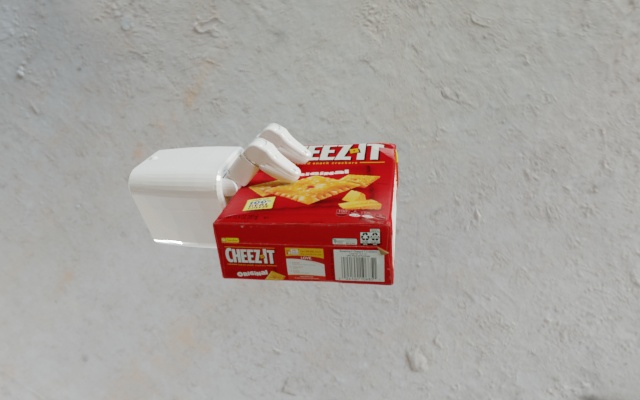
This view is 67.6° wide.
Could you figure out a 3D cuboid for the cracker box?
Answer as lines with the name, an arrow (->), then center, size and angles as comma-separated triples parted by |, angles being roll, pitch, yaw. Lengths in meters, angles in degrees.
cracker box -> 0.000, 0.002, 0.520 | 0.164, 0.072, 0.213 | 0, 26, 10
